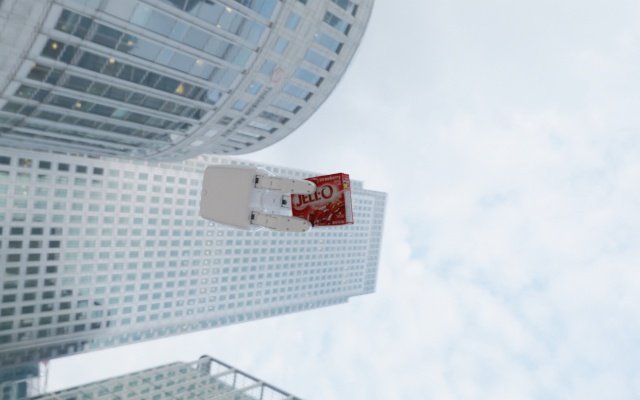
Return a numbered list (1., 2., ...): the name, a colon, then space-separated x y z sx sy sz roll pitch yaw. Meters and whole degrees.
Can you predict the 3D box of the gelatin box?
1. gelatin box: 0.001 0.002 0.683 0.089 0.073 0.030 -7 -6 28
